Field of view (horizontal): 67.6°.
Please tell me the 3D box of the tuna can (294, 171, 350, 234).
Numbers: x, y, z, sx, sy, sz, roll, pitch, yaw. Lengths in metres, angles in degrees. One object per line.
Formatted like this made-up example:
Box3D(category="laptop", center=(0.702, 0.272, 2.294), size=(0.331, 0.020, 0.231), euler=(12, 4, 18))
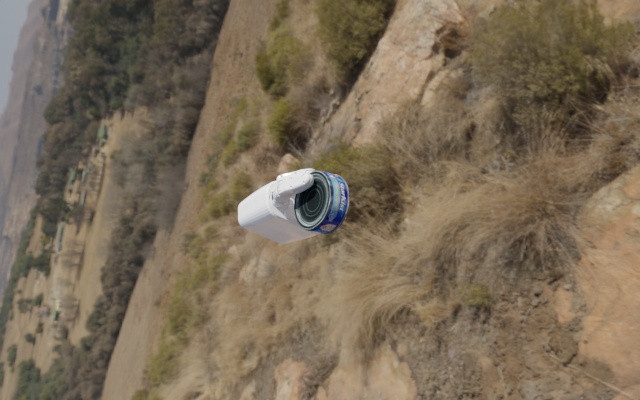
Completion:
Box3D(category="tuna can", center=(0.000, 0.002, 0.664), size=(0.034, 0.086, 0.086), euler=(13, -8, -37))
